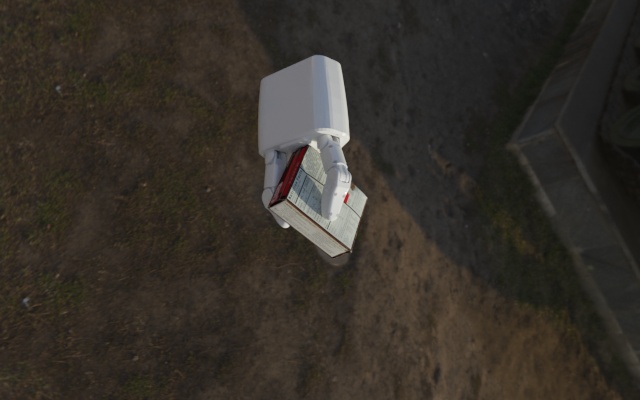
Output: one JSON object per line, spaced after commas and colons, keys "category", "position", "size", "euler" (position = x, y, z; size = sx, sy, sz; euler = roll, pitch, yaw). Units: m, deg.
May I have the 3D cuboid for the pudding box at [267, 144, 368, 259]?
{"category": "pudding box", "position": [0.000, 0.002, 0.577], "size": [0.113, 0.090, 0.039], "euler": [39, -39, -23]}
